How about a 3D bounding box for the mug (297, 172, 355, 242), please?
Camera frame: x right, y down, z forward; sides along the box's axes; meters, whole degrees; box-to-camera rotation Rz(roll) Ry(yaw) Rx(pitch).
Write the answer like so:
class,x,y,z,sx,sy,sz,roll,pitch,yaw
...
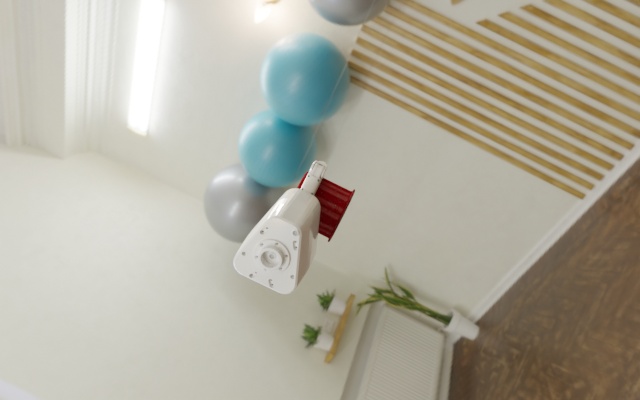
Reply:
class,x,y,z,sx,sy,sz,roll,pitch,yaw
mug,0.000,0.002,0.764,0.081,0.093,0.117,27,21,1
